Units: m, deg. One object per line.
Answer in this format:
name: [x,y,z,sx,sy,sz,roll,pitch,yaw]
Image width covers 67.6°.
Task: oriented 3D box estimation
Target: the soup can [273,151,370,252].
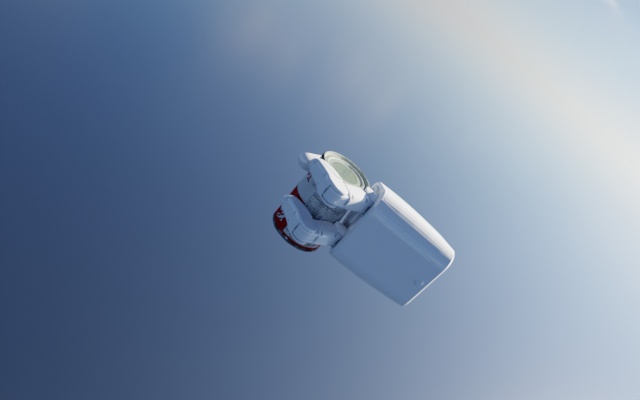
soup can: [0.000,0.001,0.553,0.068,0.068,0.102,0,-43,-53]
